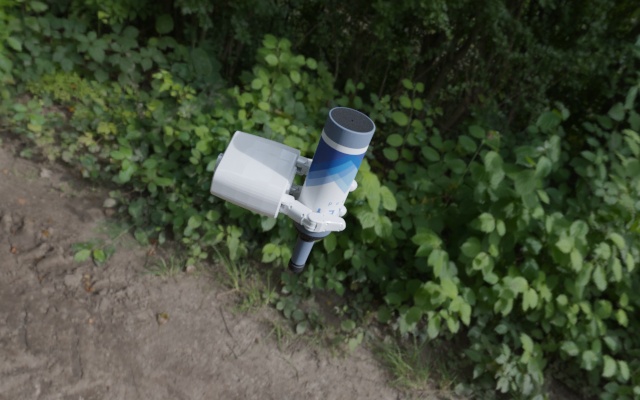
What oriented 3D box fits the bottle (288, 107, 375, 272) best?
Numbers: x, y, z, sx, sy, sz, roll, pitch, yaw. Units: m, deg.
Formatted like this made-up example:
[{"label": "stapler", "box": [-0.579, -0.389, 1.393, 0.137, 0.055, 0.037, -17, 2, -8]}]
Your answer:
[{"label": "bottle", "box": [0.000, 0.002, 0.730, 0.069, 0.296, 0.069, 13, 37, -10]}]
